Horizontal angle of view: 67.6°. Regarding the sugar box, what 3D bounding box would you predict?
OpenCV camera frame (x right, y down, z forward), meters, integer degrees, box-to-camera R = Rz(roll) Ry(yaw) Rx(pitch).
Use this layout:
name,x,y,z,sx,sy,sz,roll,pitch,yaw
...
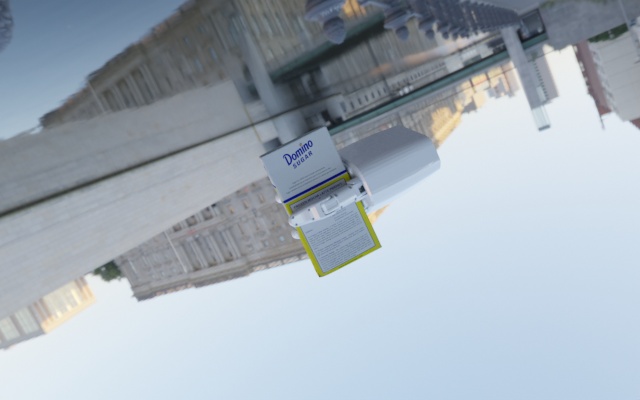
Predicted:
name,x,y,z,sx,sy,sz,roll,pitch,yaw
sugar box,0.000,0.002,0.622,0.093,0.176,0.048,-26,8,-7
